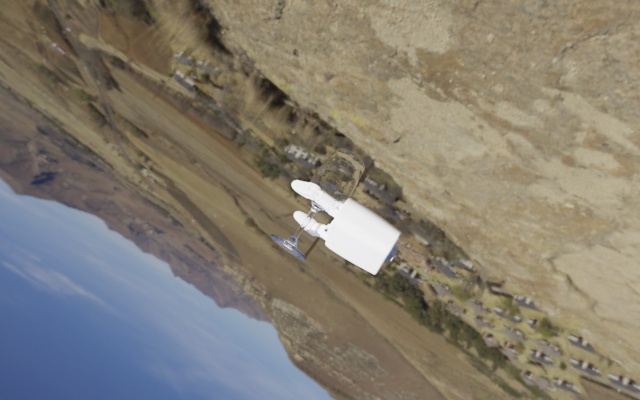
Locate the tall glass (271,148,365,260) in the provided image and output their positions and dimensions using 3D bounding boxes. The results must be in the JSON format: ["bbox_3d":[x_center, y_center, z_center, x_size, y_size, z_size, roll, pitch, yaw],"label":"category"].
[{"bbox_3d":[0.000,0.003,0.846,0.079,0.201,0.079,32,-15,10],"label":"tall glass"}]
